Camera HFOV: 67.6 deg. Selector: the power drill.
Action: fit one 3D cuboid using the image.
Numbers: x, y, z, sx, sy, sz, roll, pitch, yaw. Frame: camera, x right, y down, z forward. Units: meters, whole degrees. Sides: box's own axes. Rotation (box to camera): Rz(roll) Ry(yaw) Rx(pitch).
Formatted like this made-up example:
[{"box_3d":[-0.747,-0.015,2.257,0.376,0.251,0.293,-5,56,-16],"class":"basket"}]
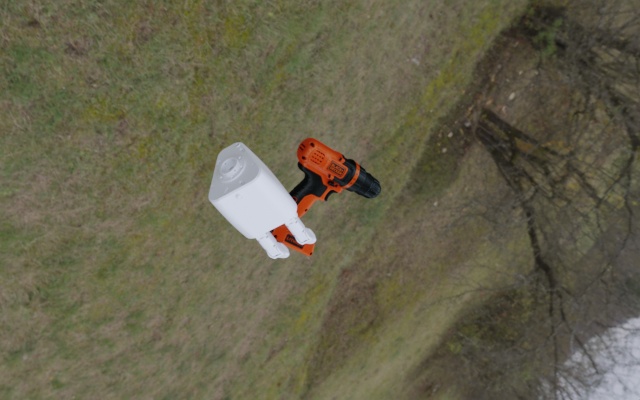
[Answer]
[{"box_3d":[0.000,0.003,0.845,0.184,0.187,0.057,29,8,-31],"class":"power drill"}]
